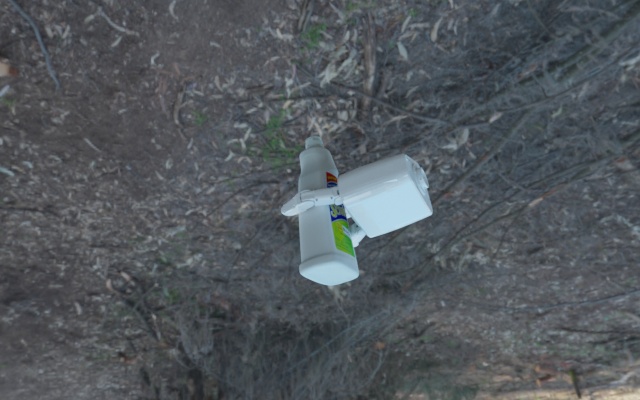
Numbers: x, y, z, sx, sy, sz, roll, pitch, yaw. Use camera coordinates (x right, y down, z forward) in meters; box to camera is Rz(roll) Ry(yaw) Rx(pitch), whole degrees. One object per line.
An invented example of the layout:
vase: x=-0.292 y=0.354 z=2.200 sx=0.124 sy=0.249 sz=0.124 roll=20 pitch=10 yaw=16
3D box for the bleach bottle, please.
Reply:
bleach bottle: x=0.000 y=0.003 z=0.764 sx=0.068 sy=0.250 sz=0.103 roll=-21 pitch=-30 yaw=23
